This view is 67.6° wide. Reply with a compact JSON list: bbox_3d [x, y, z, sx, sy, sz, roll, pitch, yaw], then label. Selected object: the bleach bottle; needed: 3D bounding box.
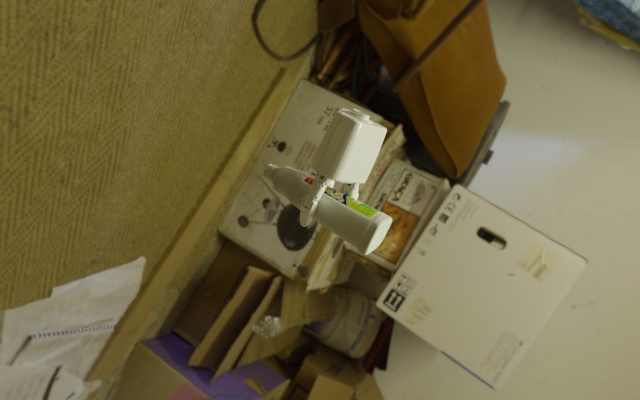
[{"bbox_3d":[0.000,0.003,0.863,0.251,0.068,0.102,30,18,18],"label":"bleach bottle"}]
